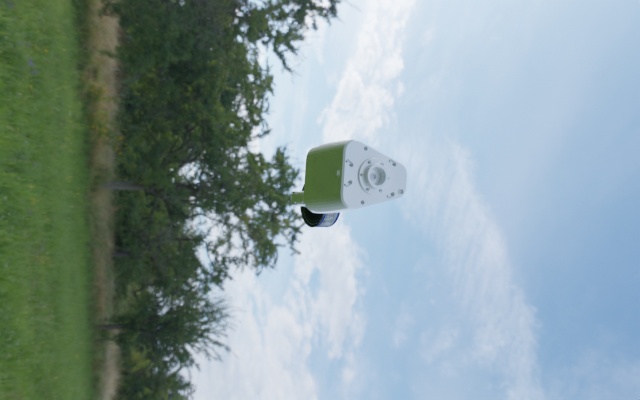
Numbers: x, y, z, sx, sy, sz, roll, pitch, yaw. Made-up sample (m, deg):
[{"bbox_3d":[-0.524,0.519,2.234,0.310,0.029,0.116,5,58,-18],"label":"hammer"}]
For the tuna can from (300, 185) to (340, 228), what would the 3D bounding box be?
[{"bbox_3d":[0.001,0.003,0.799,0.034,0.086,0.086,2,-1,-31],"label":"tuna can"}]
